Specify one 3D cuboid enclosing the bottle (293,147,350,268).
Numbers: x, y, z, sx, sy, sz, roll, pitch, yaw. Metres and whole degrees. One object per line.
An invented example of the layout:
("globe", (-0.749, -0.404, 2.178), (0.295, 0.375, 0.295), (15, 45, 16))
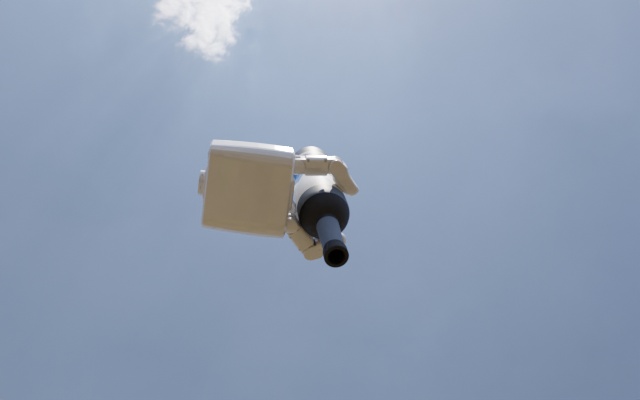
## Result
("bottle", (0.000, 0.002, 0.644), (0.069, 0.069, 0.295), (0, 23, -7))
